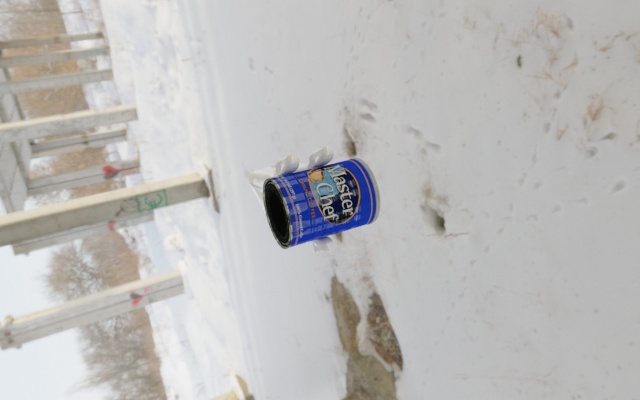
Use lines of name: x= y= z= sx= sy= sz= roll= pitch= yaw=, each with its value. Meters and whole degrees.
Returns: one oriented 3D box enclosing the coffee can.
coffee can: x=0.000 y=0.002 z=0.689 sx=0.140 sy=0.103 sz=0.103 roll=-15 pitch=6 yaw=-22
